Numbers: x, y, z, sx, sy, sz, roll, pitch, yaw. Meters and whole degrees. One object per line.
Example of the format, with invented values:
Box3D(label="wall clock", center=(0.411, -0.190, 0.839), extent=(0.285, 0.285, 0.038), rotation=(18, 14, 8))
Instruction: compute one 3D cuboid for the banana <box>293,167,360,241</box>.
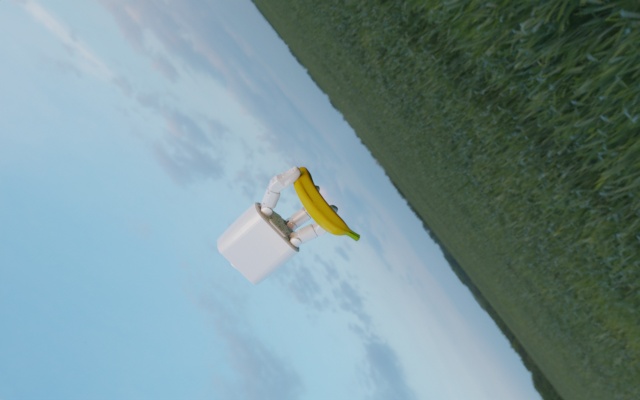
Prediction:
Box3D(label="banana", center=(-0.008, -0.001, 0.817), extent=(0.070, 0.037, 0.197), rotation=(30, 19, -51))
